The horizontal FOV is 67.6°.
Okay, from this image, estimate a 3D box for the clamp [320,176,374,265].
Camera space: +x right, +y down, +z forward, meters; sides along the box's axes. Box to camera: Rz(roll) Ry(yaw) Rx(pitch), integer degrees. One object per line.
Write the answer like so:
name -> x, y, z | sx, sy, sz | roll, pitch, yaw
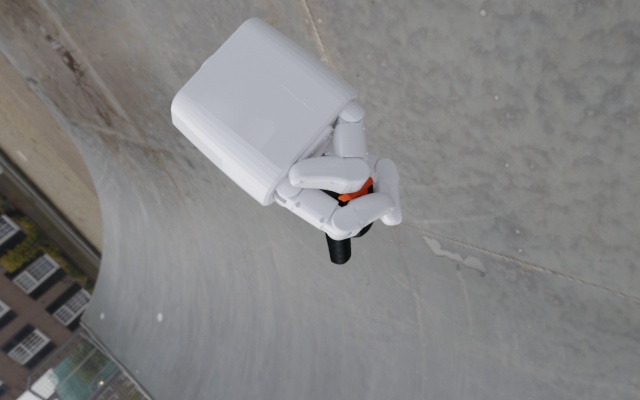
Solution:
clamp -> 0.000, 0.002, 0.471 | 0.120, 0.039, 0.171 | 38, -25, 4
